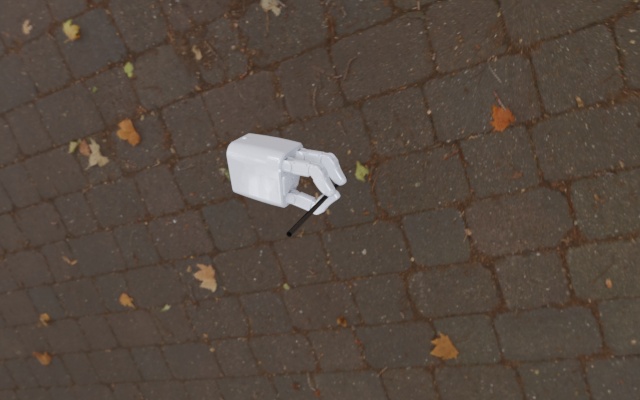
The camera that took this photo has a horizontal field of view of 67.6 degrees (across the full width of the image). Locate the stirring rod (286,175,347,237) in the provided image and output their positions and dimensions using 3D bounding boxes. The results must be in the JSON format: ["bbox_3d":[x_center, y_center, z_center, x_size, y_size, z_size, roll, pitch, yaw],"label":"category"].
[{"bbox_3d":[0.000,0.002,0.767,0.011,0.011,0.239,0,22,23],"label":"stirring rod"}]
